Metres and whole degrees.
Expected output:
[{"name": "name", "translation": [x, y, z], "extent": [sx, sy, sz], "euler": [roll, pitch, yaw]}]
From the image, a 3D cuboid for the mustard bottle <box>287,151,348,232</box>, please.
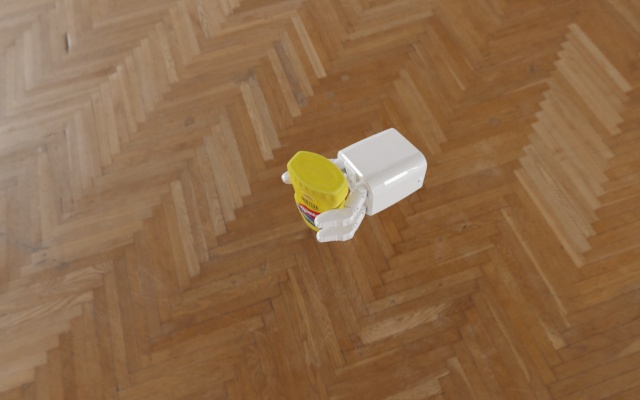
[{"name": "mustard bottle", "translation": [0.000, 0.003, 0.780], "extent": [0.096, 0.058, 0.192], "euler": [32, -22, 19]}]
